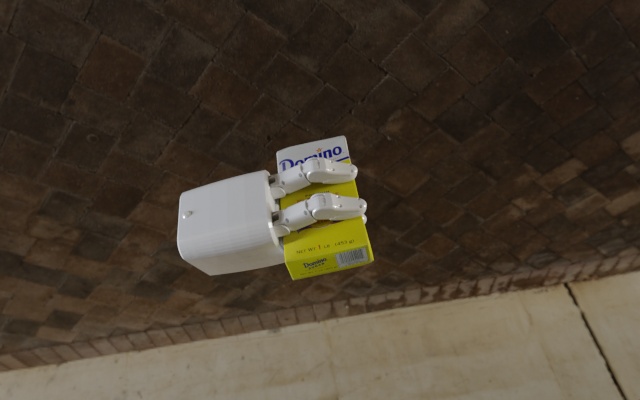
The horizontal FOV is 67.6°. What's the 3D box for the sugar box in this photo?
[{"bbox_3d":[0.000,0.002,0.567,0.093,0.176,0.048,-12,-39,3],"label":"sugar box"}]
